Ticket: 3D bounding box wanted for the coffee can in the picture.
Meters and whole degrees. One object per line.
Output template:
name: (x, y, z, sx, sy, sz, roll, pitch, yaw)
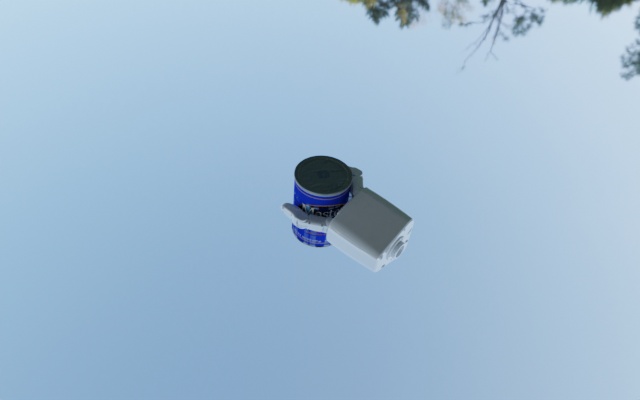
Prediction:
coffee can: (0.000, 0.003, 0.880, 0.103, 0.140, 0.102, 3, 45, -3)
